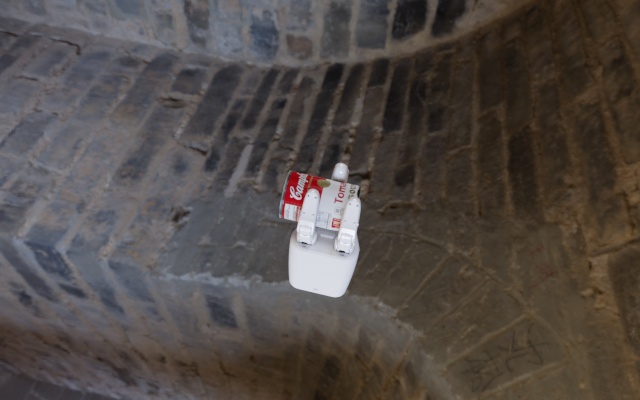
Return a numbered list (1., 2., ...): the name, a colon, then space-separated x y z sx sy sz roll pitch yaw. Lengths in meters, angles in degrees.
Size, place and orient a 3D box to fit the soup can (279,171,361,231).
1. soup can: 0.000 0.002 0.664 0.102 0.068 0.068 13 1 3
